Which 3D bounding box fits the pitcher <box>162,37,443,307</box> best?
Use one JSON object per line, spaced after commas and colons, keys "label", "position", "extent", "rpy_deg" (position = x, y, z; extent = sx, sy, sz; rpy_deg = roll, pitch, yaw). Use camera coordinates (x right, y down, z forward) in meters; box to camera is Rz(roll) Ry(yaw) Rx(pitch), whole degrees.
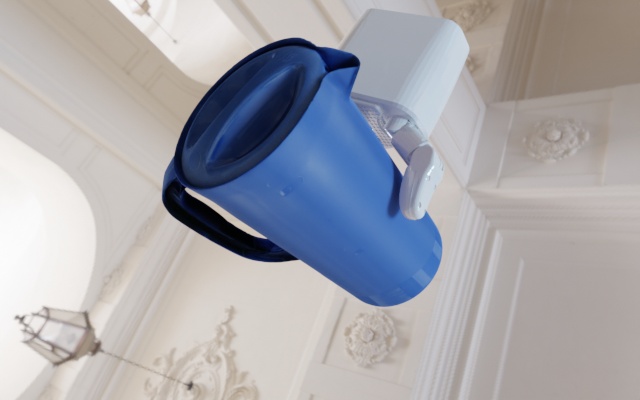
{"label": "pitcher", "position": [0.000, 0.001, 0.407], "extent": [0.149, 0.145, 0.243], "rpy_deg": [11, -24, 45]}
